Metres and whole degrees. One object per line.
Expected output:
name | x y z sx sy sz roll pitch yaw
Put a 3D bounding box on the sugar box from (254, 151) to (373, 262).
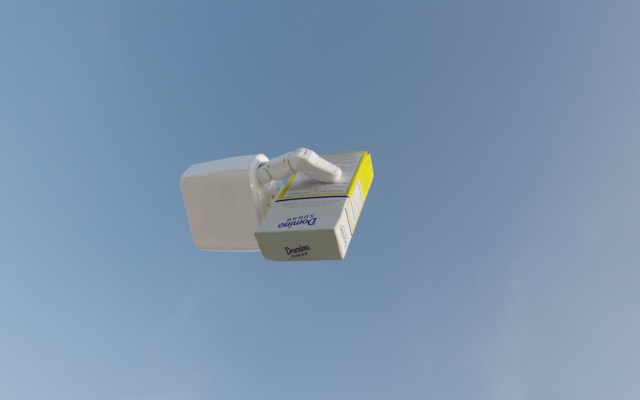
sugar box | 0.000 0.002 0.559 0.093 0.048 0.176 -3 33 21
